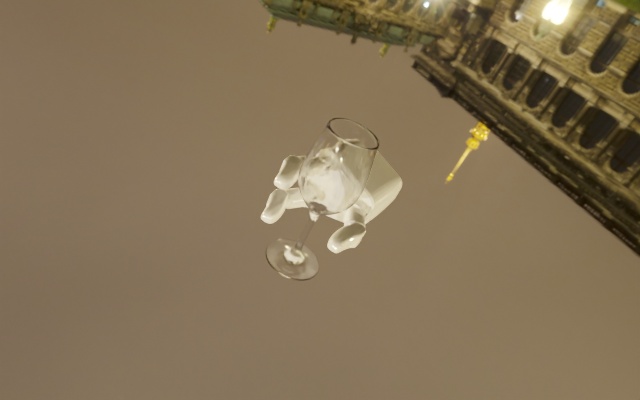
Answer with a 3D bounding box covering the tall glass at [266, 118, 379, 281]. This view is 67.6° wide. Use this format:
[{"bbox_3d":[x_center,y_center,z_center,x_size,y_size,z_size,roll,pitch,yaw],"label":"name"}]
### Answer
[{"bbox_3d":[0.000,0.002,0.574,0.079,0.201,0.079,18,34,-12],"label":"tall glass"}]
